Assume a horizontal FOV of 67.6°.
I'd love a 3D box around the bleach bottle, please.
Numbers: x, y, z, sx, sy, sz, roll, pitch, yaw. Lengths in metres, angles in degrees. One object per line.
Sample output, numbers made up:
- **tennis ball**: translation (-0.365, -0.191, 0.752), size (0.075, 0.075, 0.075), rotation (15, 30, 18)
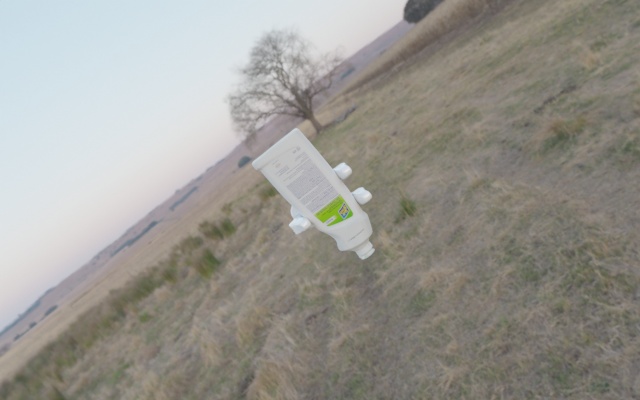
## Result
- **bleach bottle**: translation (0.000, 0.003, 0.823), size (0.102, 0.251, 0.068), rotation (-37, 9, 9)
